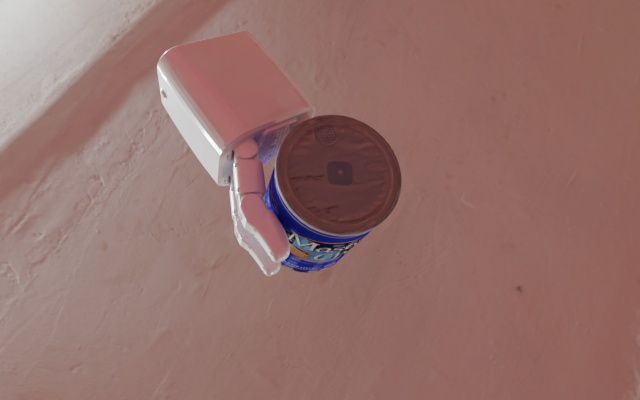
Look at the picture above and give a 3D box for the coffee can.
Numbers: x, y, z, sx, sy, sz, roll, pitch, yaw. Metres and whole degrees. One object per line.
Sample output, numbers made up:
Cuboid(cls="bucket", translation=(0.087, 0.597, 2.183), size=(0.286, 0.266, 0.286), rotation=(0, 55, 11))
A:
Cuboid(cls="coffee can", translation=(0.000, 0.001, 0.436), size=(0.103, 0.102, 0.140), rotation=(0, -20, -14))
